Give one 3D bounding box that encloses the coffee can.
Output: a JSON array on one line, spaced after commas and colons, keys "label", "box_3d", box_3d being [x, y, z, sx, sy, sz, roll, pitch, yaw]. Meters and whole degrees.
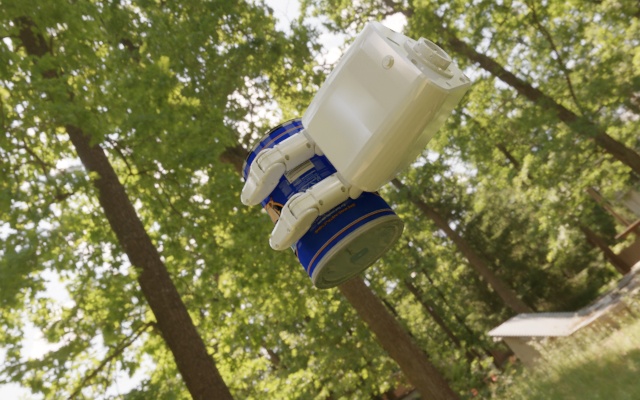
[{"label": "coffee can", "box_3d": [0.000, 0.002, 0.475, 0.103, 0.140, 0.103, -29, -26, -16]}]
